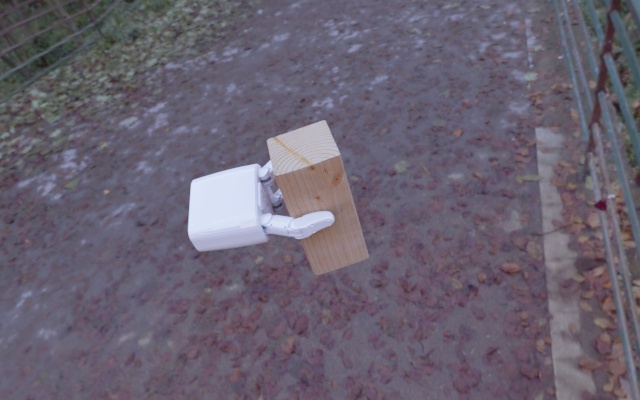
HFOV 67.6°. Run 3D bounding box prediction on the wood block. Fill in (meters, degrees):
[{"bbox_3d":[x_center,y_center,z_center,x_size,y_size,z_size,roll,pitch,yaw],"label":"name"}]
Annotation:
[{"bbox_3d":[0.000,0.003,0.700,0.090,0.206,0.090,-18,41,1],"label":"wood block"}]
